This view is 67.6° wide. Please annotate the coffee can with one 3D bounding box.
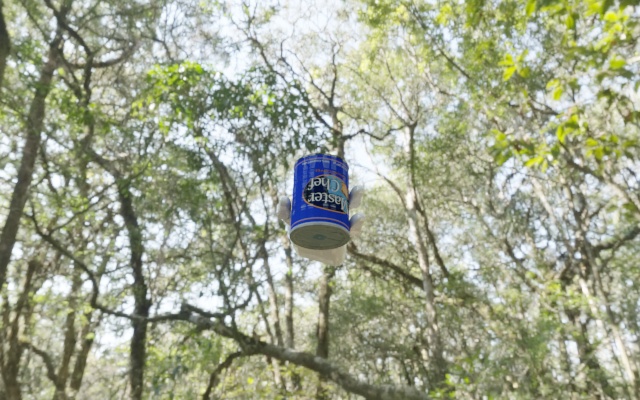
[{"bbox_3d":[0.000,0.003,0.837,0.103,0.140,0.103,1,-29,1],"label":"coffee can"}]
